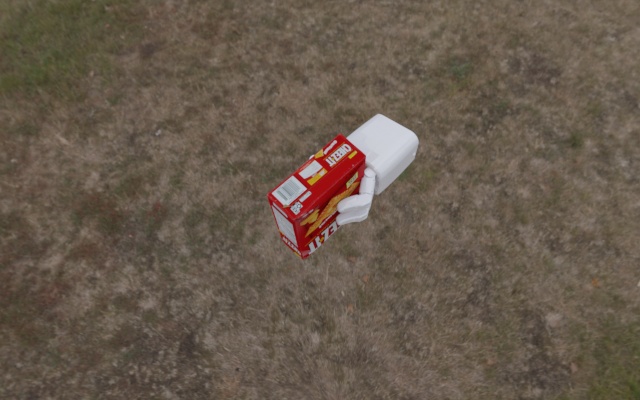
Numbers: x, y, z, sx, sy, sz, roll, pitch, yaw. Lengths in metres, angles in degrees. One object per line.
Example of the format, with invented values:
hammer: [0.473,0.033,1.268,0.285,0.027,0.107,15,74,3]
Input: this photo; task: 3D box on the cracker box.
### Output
cracker box: [0.000,0.003,0.850,0.164,0.072,0.214,-41,-20,-15]
